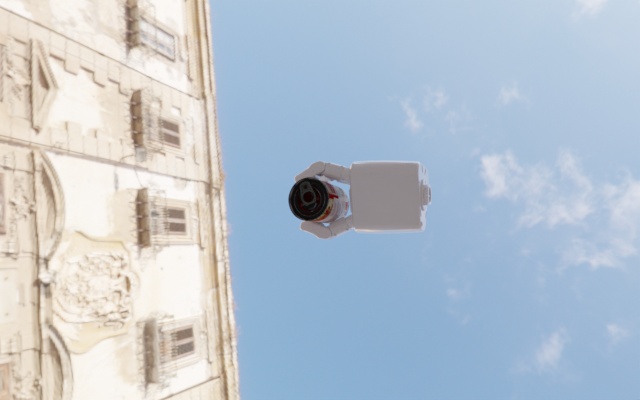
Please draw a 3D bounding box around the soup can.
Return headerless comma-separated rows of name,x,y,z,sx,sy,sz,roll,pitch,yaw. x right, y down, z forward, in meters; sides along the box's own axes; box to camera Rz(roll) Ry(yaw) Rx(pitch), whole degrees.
soup can,0.000,0.003,0.776,0.068,0.068,0.102,0,-5,22
